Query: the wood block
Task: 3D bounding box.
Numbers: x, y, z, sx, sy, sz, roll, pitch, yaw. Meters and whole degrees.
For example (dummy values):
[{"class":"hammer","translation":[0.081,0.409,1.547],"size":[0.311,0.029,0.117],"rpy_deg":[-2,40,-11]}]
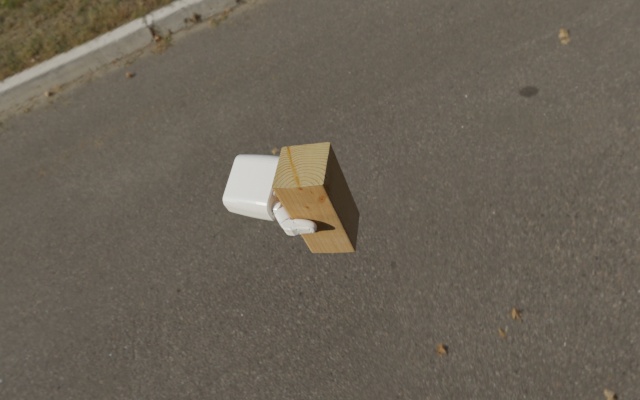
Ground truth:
[{"class":"wood block","translation":[0.000,0.003,0.845],"size":[0.090,0.090,0.206],"rpy_deg":[-3,-36,19]}]
